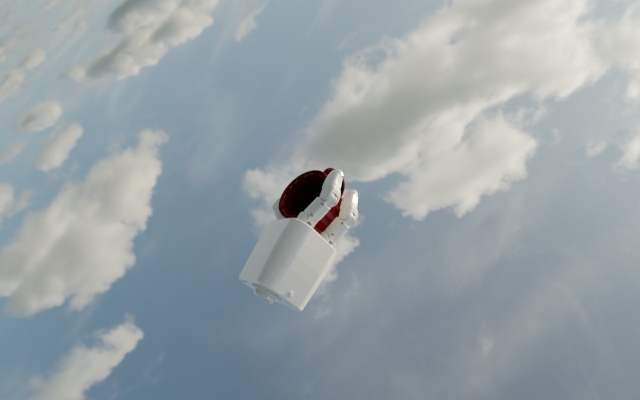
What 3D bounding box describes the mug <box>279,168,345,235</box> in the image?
[{"bbox_3d":[0.001,0.001,0.766,0.093,0.117,0.081,11,-27,47],"label":"mug"}]
